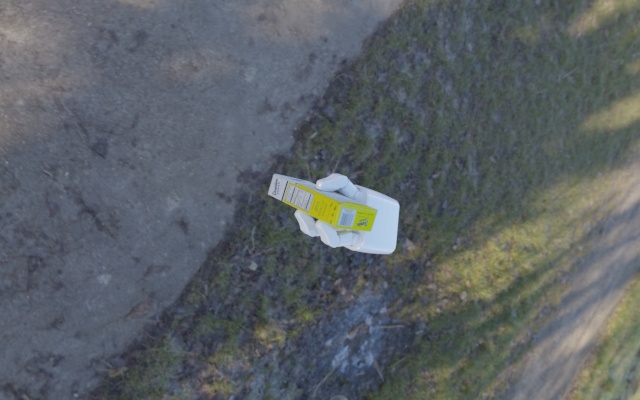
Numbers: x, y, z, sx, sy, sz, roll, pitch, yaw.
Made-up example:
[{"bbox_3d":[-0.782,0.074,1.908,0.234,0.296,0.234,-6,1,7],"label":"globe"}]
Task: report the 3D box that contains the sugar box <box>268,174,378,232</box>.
[{"bbox_3d":[0.000,0.003,0.812,0.093,0.048,0.176,11,7,-45],"label":"sugar box"}]
